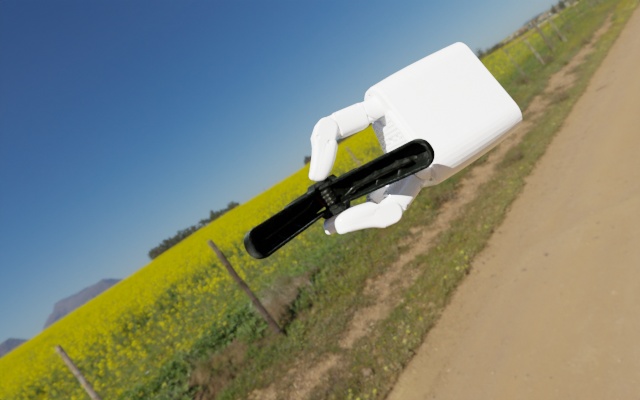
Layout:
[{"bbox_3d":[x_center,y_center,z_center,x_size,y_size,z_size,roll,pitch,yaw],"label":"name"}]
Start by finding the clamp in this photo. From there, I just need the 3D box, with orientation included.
[{"bbox_3d":[0.000,0.001,0.453,0.164,0.036,0.210,-28,3,-10],"label":"clamp"}]
